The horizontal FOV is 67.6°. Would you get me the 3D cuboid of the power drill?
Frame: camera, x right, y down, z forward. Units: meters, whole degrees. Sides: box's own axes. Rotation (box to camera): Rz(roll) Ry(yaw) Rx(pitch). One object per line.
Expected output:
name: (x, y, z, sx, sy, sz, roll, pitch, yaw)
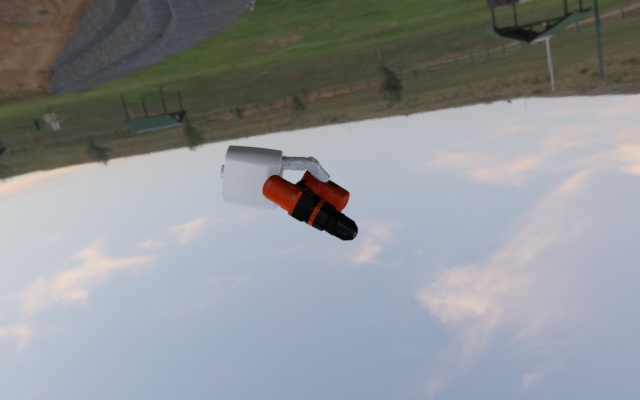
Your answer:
power drill: (0.000, 0.003, 0.890, 0.184, 0.057, 0.187, 31, 14, 8)
